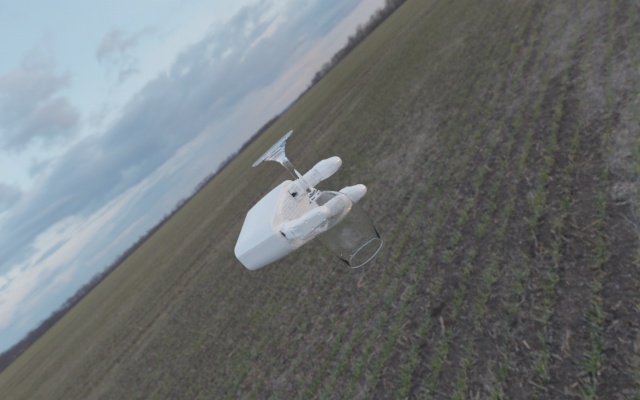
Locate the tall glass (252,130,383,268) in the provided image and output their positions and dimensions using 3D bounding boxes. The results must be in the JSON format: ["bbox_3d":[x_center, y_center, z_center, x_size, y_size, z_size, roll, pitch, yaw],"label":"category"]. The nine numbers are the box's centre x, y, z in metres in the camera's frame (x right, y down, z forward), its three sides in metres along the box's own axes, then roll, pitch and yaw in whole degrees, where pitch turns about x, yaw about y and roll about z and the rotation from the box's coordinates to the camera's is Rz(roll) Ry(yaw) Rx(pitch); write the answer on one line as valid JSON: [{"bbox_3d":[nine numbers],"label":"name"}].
[{"bbox_3d":[0.000,0.002,0.664,0.079,0.201,0.079,-40,11,9],"label":"tall glass"}]
